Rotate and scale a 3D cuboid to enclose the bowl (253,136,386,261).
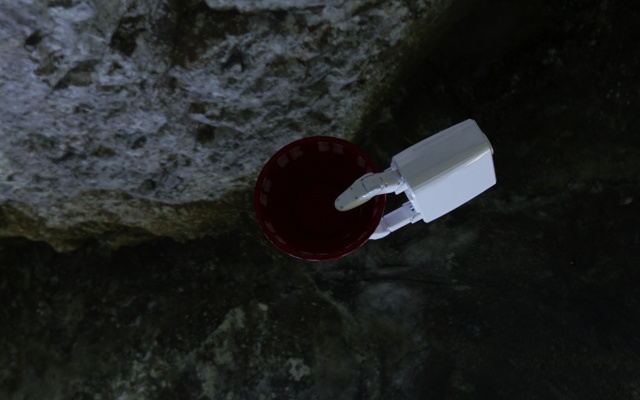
[{"bbox_3d":[-0.001,0.002,0.605,0.162,0.162,0.055,0,-19,5],"label":"bowl"}]
